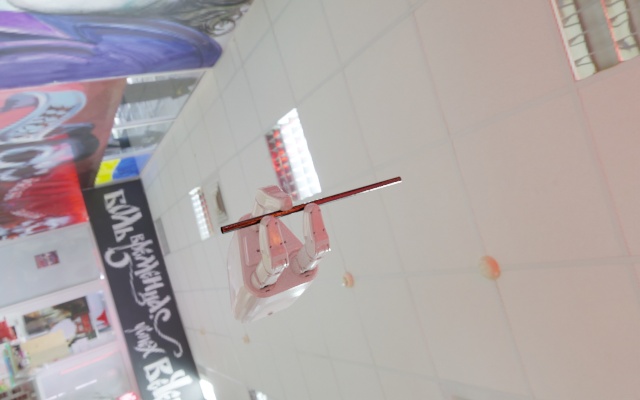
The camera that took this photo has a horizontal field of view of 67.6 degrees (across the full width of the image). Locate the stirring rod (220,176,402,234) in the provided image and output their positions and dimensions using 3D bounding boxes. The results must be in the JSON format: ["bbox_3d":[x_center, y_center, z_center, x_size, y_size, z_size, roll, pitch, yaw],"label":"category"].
[{"bbox_3d":[0.000,0.002,0.544,0.239,0.011,0.011,-16,8,-30],"label":"stirring rod"}]
